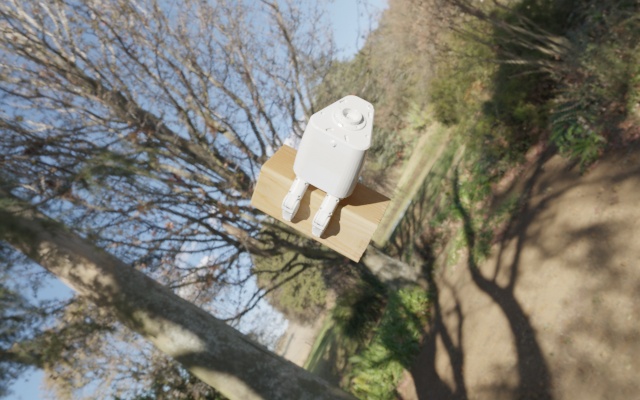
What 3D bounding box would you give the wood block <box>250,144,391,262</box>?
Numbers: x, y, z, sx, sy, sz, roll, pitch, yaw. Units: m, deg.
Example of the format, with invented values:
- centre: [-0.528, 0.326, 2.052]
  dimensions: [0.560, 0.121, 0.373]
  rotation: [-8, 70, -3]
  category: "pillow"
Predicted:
- centre: [0.000, 0.002, 0.805]
  dimensions: [0.206, 0.090, 0.090]
  rotation: [28, 39, 6]
  category: "wood block"
